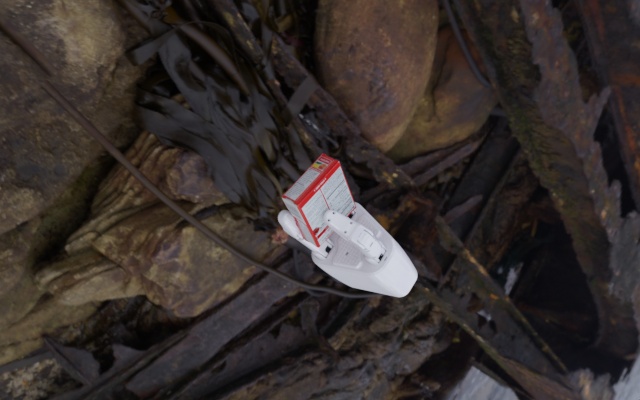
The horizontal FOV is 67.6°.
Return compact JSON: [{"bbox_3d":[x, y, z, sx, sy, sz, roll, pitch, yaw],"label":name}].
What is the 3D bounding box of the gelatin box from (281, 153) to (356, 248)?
[{"bbox_3d":[0.000,0.002,0.559,0.030,0.073,0.089,28,-24,35],"label":"gelatin box"}]
